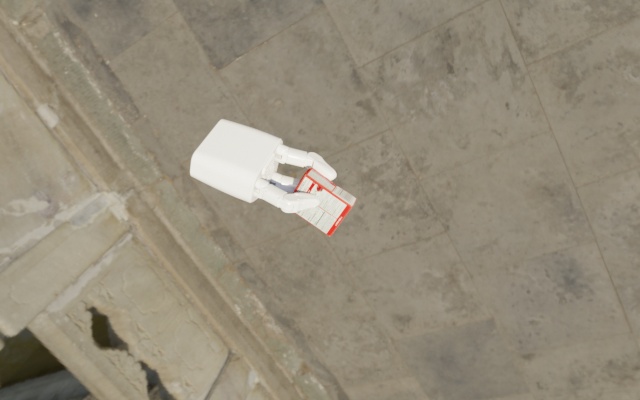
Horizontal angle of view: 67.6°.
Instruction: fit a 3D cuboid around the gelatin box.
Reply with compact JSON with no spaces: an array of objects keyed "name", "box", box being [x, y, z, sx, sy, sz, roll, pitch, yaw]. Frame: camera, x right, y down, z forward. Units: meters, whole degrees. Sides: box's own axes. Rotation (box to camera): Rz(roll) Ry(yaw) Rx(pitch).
[{"name":"gelatin box","box":[0.000,0.003,0.745,0.089,0.073,0.030,35,36,2]}]
